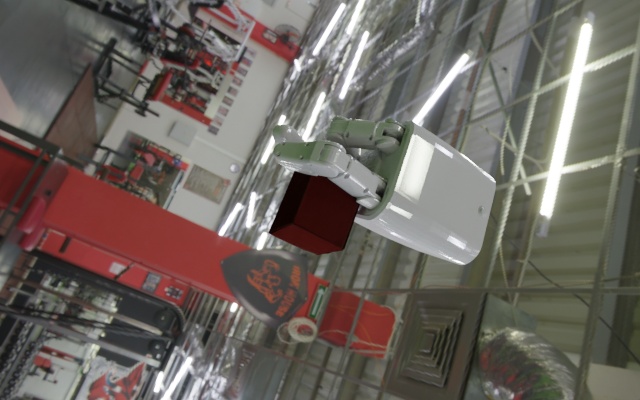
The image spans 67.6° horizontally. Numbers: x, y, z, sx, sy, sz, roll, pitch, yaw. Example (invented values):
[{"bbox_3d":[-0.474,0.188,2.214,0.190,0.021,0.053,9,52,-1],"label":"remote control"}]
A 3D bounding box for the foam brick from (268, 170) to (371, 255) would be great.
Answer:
[{"bbox_3d":[0.000,0.002,0.410,0.051,0.078,0.053,29,-22,-19],"label":"foam brick"}]
